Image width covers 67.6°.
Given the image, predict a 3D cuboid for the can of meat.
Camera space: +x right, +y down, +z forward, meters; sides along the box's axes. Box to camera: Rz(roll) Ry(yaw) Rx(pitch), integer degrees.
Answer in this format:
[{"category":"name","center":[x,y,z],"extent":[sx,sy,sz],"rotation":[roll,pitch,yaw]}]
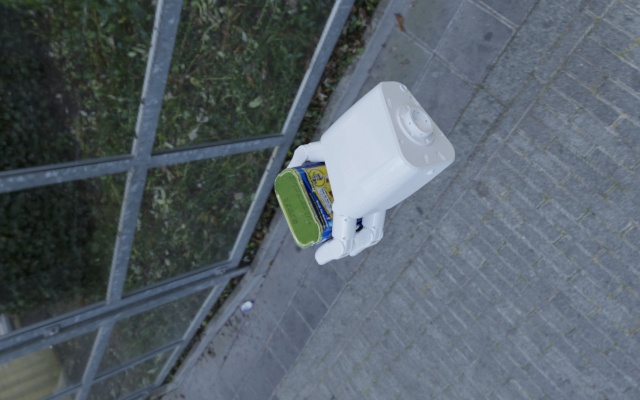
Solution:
[{"category":"can of meat","center":[0.000,0.002,0.591],"extent":[0.084,0.102,0.057],"rotation":[-15,-13,-43]}]
